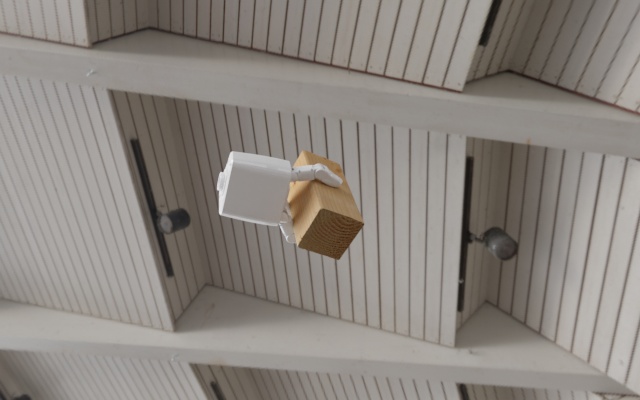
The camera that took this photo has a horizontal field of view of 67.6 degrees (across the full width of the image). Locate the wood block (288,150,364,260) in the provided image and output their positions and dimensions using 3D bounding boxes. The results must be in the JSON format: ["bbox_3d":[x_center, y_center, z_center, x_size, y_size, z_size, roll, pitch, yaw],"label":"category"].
[{"bbox_3d":[0.000,0.002,0.897,0.090,0.091,0.206,20,28,-24],"label":"wood block"}]
